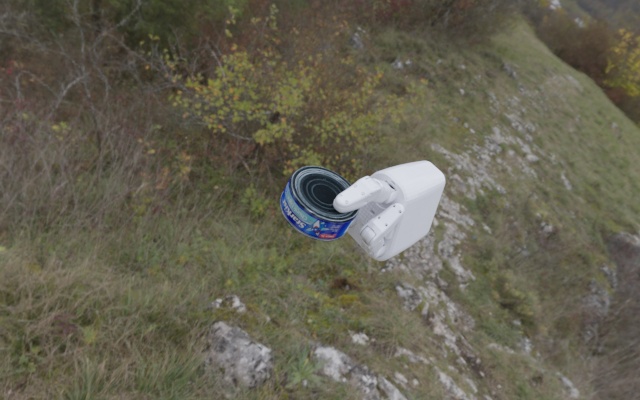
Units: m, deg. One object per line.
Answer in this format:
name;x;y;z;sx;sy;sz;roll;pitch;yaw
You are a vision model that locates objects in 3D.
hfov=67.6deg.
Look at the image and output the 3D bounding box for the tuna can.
tuna can;0.000;0.001;0.532;0.086;0.086;0.034;0;-42;-31
